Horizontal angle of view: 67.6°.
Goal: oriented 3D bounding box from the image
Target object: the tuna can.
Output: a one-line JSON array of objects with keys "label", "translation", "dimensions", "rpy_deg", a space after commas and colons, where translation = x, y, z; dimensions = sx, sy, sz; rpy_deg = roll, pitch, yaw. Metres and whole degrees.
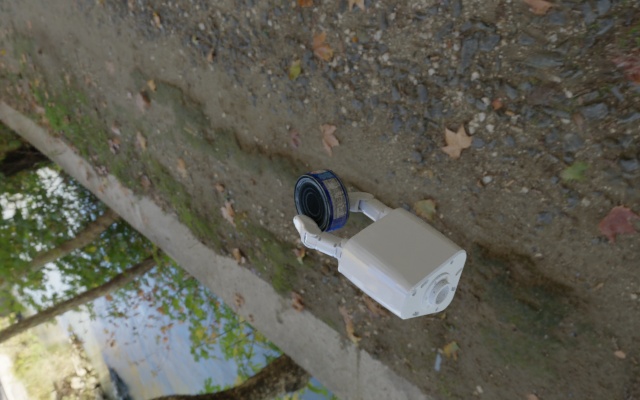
[{"label": "tuna can", "translation": [0.000, 0.002, 0.645], "dimensions": [0.034, 0.086, 0.086], "rpy_deg": [-16, 9, -33]}]
